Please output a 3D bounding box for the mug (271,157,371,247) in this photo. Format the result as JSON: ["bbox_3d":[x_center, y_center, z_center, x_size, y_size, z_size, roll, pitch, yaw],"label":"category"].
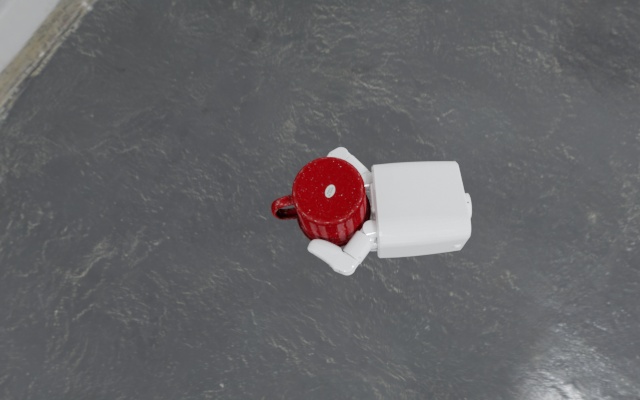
[{"bbox_3d":[-0.001,0.002,0.556,0.117,0.093,0.081,-6,-19,4],"label":"mug"}]
